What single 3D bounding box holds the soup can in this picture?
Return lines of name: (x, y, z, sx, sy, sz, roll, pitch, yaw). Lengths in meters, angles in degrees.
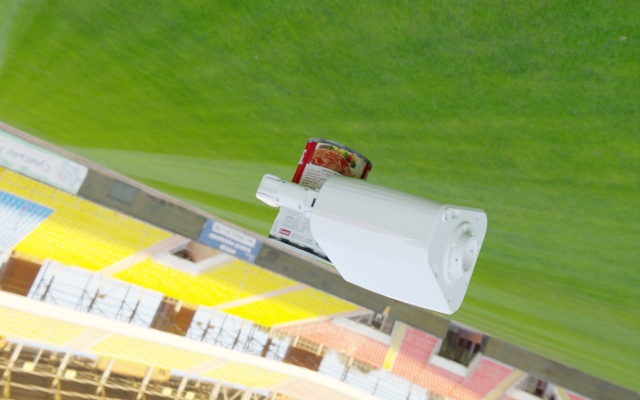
soup can: (0.000, 0.002, 0.454, 0.068, 0.102, 0.068, 21, -9, 4)
